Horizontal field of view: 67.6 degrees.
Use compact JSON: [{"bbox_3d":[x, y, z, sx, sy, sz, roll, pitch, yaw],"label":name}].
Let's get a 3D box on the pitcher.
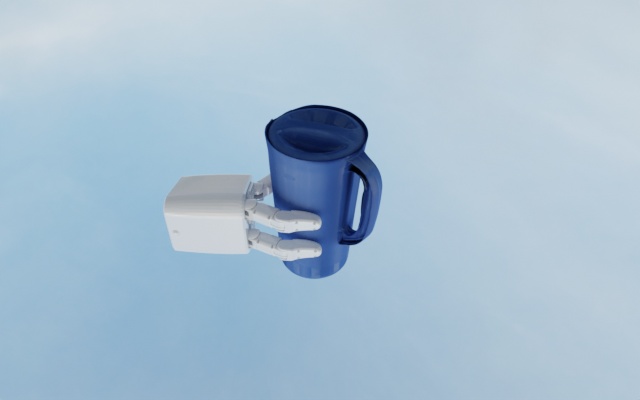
[{"bbox_3d":[0.000,0.002,0.678,0.145,0.243,0.149,-1,41,-2],"label":"pitcher"}]
